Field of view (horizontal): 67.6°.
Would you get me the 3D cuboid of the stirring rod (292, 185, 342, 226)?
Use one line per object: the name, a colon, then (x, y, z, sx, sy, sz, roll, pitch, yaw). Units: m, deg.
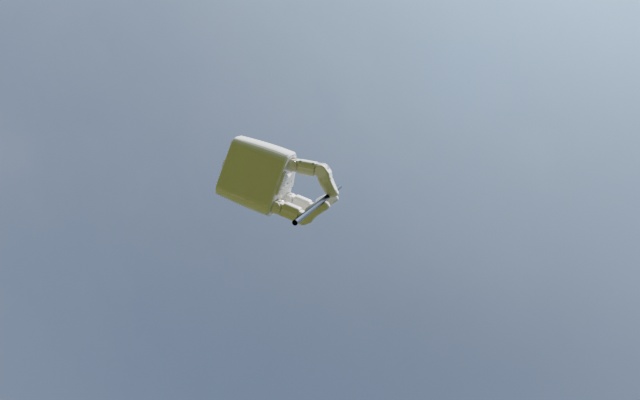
stirring rod: (0.000, 0.002, 0.755, 0.011, 0.011, 0.239, 0, 13, 17)
